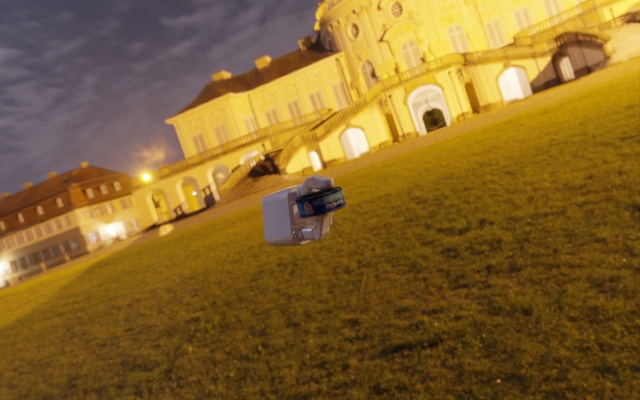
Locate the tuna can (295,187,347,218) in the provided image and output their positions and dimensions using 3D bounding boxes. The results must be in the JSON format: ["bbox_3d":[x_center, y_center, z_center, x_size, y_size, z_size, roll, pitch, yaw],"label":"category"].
[{"bbox_3d":[0.000,0.002,0.832,0.086,0.034,0.086,-15,7,2],"label":"tuna can"}]
